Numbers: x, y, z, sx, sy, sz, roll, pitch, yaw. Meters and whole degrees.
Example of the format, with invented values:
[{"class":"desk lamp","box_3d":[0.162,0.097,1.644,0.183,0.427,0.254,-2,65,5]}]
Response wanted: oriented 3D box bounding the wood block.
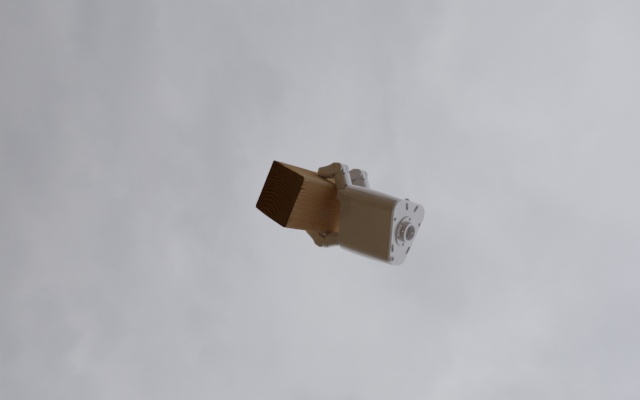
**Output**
[{"class":"wood block","box_3d":[0.000,0.003,0.856,0.206,0.091,0.090,13,13,-47]}]
